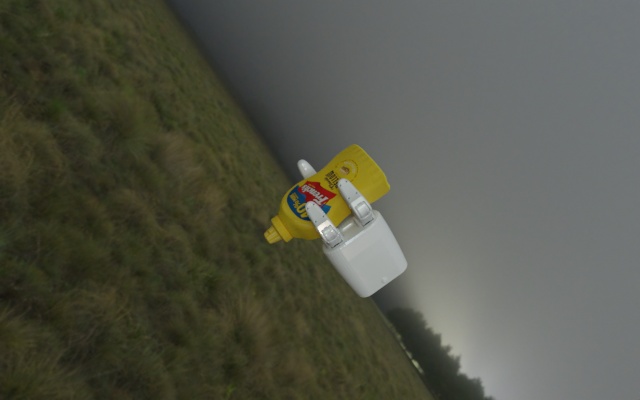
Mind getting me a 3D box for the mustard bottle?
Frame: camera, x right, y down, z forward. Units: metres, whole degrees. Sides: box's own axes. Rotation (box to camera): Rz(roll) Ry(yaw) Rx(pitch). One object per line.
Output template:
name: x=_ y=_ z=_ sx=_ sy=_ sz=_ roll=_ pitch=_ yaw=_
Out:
mustard bottle: x=0.000 y=0.002 z=0.703 sx=0.191 sy=0.096 sz=0.058 roll=-35 pitch=-39 yaw=-2
